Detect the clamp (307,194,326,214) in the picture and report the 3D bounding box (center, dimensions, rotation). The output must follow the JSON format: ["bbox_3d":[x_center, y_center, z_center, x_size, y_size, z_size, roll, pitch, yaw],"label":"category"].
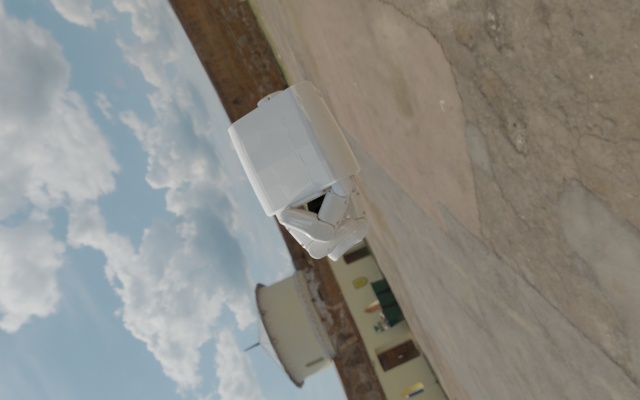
[{"bbox_3d":[0.000,0.002,0.609,0.039,0.120,0.171,-28,0,1],"label":"clamp"}]
